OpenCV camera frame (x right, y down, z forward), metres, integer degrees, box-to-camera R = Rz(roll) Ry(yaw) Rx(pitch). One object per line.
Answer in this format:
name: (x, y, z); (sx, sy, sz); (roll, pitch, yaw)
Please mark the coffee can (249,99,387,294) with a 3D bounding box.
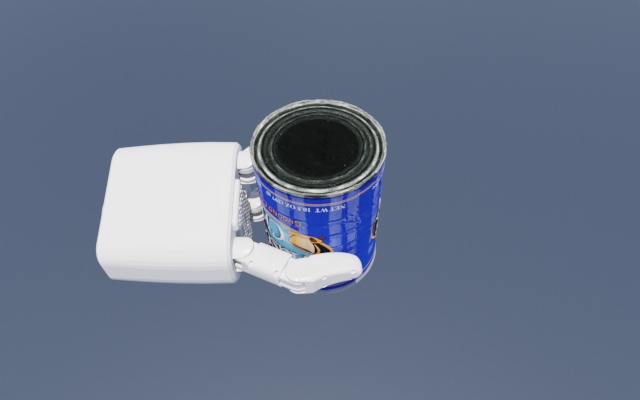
coffee can: (0.000, 0.001, 0.408); (0.103, 0.102, 0.140); (0, -39, 2)
